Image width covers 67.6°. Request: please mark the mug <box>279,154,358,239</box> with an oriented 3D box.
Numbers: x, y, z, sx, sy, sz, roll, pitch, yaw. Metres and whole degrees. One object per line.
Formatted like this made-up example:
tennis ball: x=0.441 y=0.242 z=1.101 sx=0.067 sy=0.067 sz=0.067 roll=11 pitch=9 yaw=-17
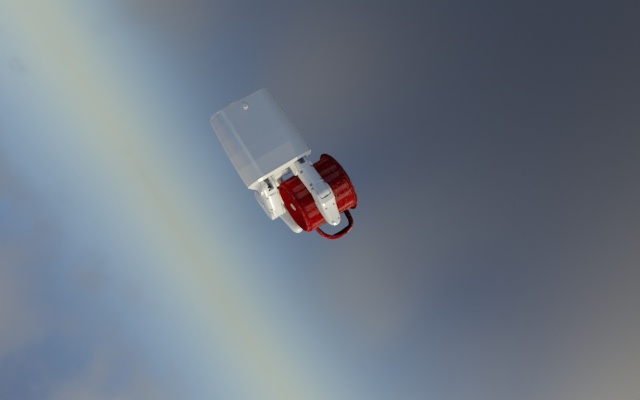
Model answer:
mug: x=0.001 y=0.004 z=0.687 sx=0.081 sy=0.117 sz=0.093 roll=-32 pitch=-1 yaw=-16
